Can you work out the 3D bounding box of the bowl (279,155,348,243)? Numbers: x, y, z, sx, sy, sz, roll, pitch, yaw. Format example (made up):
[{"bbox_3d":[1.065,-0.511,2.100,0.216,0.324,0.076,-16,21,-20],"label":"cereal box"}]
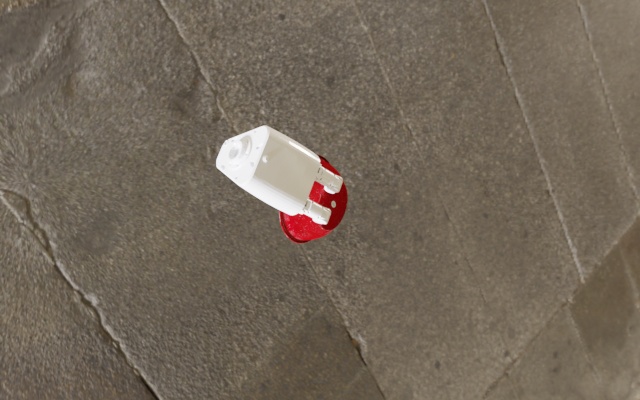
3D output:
[{"bbox_3d":[0.001,0.003,0.837,0.055,0.162,0.162,14,8,34],"label":"bowl"}]
